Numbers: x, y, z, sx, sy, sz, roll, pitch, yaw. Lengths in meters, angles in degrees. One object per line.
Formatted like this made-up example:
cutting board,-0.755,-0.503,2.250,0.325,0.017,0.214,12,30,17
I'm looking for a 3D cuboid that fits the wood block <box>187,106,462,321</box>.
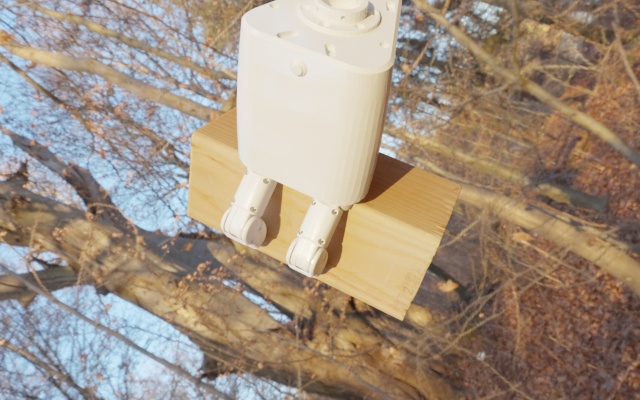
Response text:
wood block,0.000,0.001,0.409,0.206,0.090,0.090,24,37,13
